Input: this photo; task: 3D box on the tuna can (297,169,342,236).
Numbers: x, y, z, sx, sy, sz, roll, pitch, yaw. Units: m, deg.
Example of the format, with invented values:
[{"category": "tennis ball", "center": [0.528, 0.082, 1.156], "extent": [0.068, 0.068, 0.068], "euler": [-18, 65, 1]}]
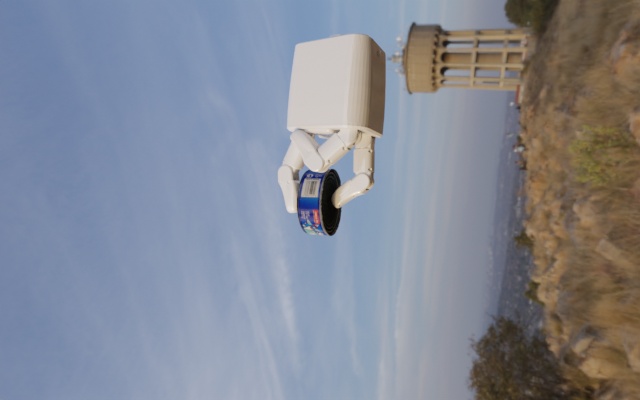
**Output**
[{"category": "tuna can", "center": [0.000, 0.002, 0.613], "extent": [0.034, 0.086, 0.086], "euler": [2, 0, 19]}]
